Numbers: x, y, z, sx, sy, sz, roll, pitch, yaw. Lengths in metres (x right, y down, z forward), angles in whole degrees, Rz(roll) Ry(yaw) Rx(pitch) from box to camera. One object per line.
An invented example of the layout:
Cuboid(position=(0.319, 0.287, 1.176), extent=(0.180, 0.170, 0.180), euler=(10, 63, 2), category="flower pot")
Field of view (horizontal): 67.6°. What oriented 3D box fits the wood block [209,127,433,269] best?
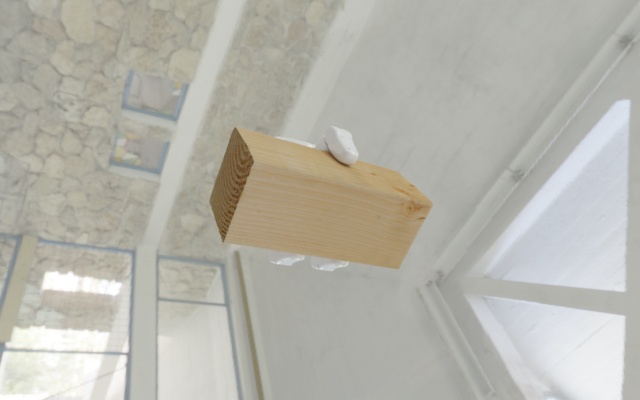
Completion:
Cuboid(position=(0.000, 0.001, 0.509), extent=(0.206, 0.091, 0.090), euler=(12, 23, -28), category="wood block")
